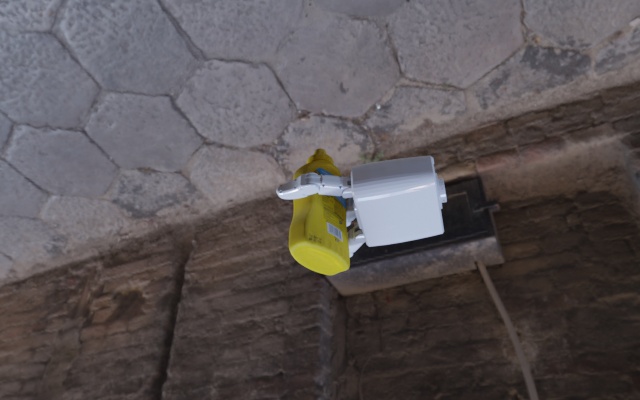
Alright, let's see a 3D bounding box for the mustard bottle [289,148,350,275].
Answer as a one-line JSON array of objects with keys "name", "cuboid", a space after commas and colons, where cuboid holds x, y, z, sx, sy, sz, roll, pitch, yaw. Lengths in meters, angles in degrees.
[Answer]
[{"name": "mustard bottle", "cuboid": [0.000, 0.003, 0.676, 0.058, 0.191, 0.096, -26, -43, 32]}]
